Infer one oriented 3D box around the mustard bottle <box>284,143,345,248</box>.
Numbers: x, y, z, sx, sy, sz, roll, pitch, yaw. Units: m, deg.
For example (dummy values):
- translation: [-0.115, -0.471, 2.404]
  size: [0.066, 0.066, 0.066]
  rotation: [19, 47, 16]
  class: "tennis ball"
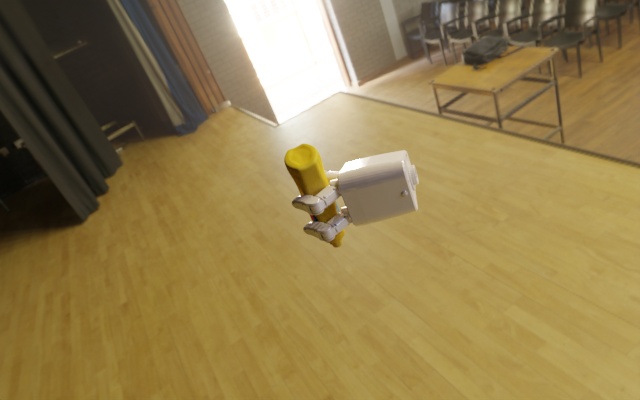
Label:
- translation: [0.000, 0.003, 0.814]
  size: [0.058, 0.192, 0.096]
  rotation: [-26, 30, -4]
  class: "mustard bottle"
